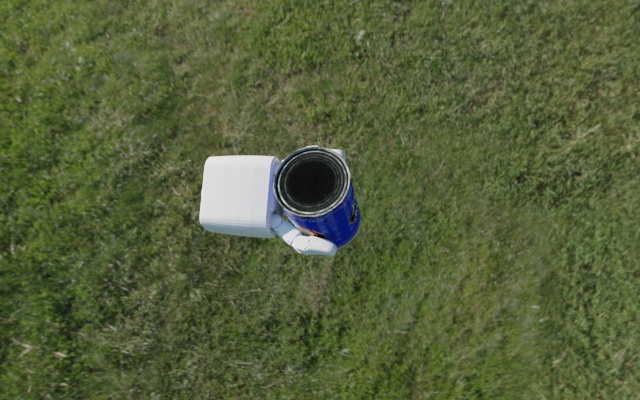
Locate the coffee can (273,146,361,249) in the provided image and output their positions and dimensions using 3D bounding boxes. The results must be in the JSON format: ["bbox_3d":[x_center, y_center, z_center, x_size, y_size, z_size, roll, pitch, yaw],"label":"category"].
[{"bbox_3d":[0.000,0.002,0.678,0.103,0.102,0.140,0,-24,11],"label":"coffee can"}]
